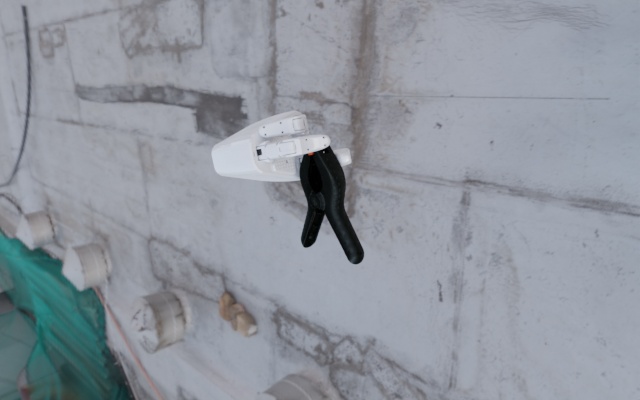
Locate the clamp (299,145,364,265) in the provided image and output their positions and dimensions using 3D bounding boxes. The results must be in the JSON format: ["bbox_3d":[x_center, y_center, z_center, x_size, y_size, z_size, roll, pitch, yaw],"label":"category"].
[{"bbox_3d":[0.000,0.002,0.657,0.039,0.171,0.120,-18,11,-43],"label":"clamp"}]
